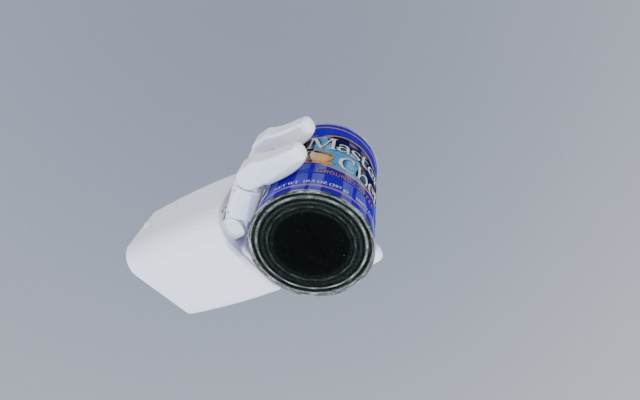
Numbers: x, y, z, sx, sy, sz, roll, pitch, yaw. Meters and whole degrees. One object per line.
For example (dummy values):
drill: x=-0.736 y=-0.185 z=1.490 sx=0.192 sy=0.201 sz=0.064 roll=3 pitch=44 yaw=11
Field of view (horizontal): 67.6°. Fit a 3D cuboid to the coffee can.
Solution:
coffee can: x=0.000 y=0.001 z=0.435 sx=0.103 sy=0.103 sz=0.140 roll=0 pitch=30 yaw=8
